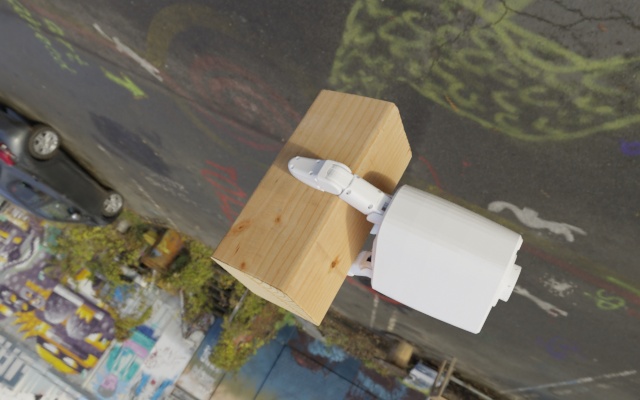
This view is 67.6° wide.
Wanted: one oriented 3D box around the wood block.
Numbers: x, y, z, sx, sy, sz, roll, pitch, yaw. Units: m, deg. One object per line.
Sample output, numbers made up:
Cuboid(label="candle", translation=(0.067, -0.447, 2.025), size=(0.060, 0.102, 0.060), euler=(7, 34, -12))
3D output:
Cuboid(label="wood block", translation=(0.000, 0.002, 0.473), size=(0.090, 0.206, 0.091), euler=(19, -22, 32))
